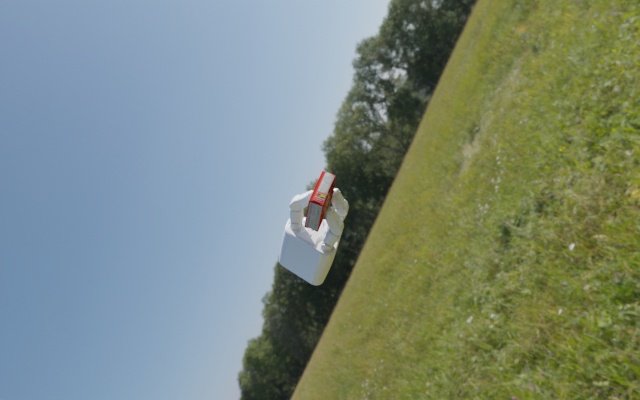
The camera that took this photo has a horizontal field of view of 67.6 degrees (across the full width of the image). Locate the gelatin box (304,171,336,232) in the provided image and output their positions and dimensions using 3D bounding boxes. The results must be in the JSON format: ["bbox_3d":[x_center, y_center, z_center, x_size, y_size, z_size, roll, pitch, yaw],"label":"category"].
[{"bbox_3d":[0.000,0.002,0.863,0.030,0.073,0.089,19,-35,7],"label":"gelatin box"}]
